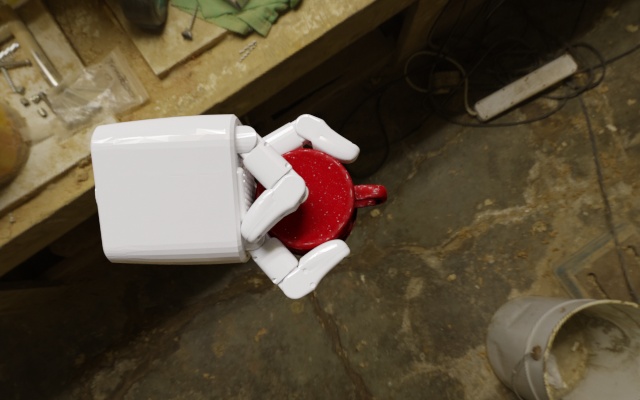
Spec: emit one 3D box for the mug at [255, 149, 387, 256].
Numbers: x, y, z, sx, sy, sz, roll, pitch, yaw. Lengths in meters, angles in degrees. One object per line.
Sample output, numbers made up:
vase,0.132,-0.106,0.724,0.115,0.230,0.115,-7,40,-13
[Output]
mug,0.002,0.001,0.417,0.117,0.093,0.081,-4,-7,1
